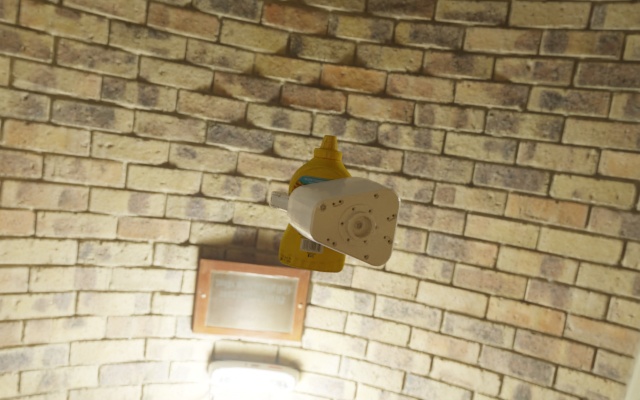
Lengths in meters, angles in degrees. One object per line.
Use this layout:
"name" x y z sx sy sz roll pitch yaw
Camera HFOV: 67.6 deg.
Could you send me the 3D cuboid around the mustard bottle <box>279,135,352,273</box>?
"mustard bottle" 0.000 0.002 0.685 0.096 0.191 0.058 9 6 7
